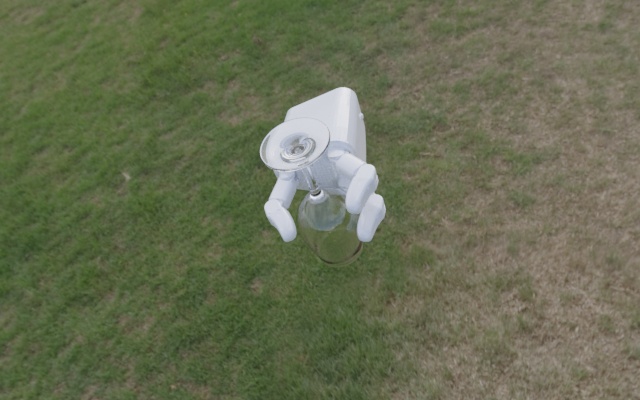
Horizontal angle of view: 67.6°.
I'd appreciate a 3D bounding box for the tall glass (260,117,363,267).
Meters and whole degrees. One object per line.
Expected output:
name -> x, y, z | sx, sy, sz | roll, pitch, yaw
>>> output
tall glass -> 0.000, 0.002, 0.555 | 0.079, 0.079, 0.201 | 0, -37, 19
